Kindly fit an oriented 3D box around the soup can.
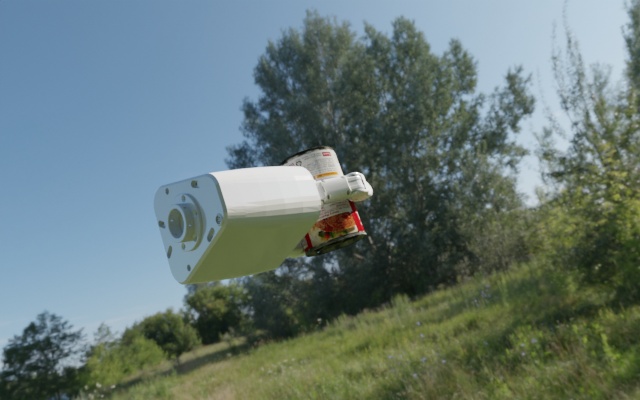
[{"bbox_3d":[0.000,0.001,0.515,0.068,0.102,0.068,-19,-13,-5],"label":"soup can"}]
